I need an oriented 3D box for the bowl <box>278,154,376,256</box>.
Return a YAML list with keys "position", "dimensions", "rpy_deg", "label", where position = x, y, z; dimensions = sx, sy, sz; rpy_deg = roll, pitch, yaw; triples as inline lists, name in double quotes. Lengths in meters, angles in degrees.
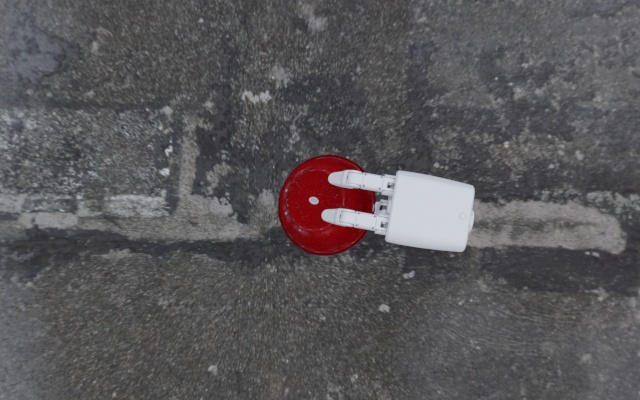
- position: [-0.001, 0.002, 0.728]
  dimensions: [0.162, 0.162, 0.055]
  rpy_deg: [0, -9, 18]
  label: "bowl"
